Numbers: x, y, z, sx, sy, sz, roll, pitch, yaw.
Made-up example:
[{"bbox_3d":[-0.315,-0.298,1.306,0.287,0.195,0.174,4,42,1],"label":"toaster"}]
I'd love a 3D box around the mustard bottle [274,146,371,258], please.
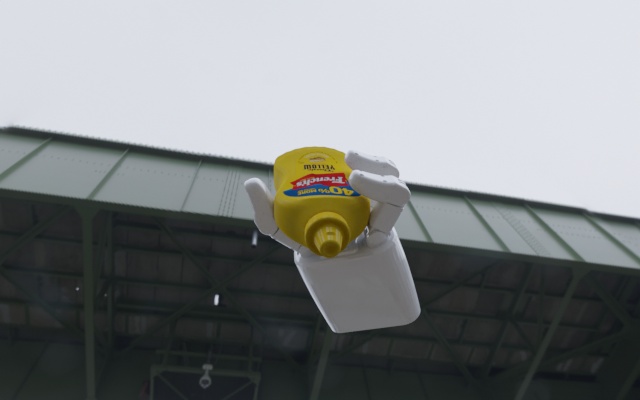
[{"bbox_3d":[0.000,0.001,0.490,0.096,0.058,0.191,1,26,-6],"label":"mustard bottle"}]
